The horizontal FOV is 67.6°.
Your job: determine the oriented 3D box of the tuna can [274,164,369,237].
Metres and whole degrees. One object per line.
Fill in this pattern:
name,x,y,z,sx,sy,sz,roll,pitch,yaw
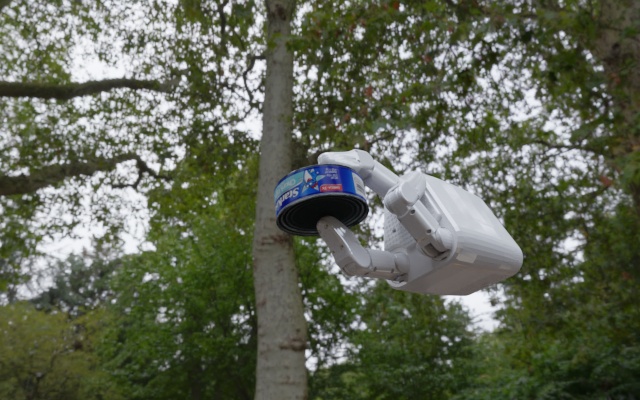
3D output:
tuna can,0.000,0.001,0.443,0.086,0.033,0.086,-7,-27,-4
